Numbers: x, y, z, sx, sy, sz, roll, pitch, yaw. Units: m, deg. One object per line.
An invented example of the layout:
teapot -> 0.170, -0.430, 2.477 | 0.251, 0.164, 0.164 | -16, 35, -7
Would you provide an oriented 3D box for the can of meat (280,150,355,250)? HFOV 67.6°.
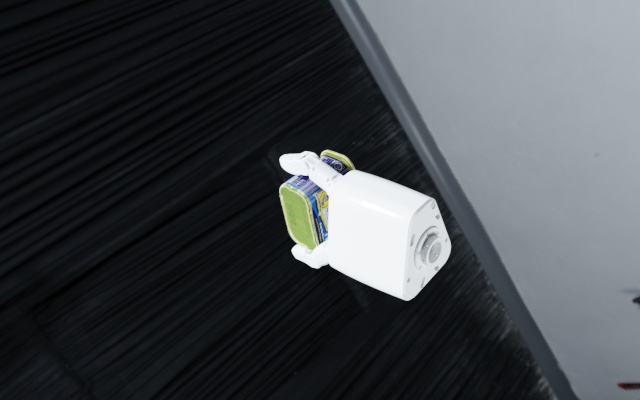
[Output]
can of meat -> 0.000, 0.002, 0.604 | 0.057, 0.102, 0.084 | 24, 50, 37
